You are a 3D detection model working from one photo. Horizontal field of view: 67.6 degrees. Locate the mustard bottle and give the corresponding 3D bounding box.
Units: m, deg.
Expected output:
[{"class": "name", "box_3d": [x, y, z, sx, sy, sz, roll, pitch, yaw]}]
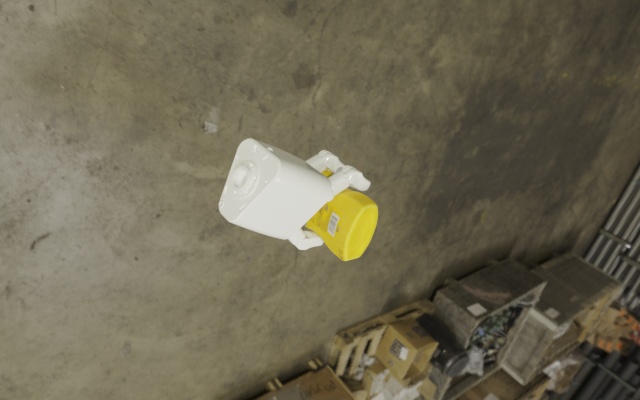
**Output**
[{"class": "mustard bottle", "box_3d": [0.001, 0.003, 0.731, 0.058, 0.096, 0.191, -10, 35, -40]}]
